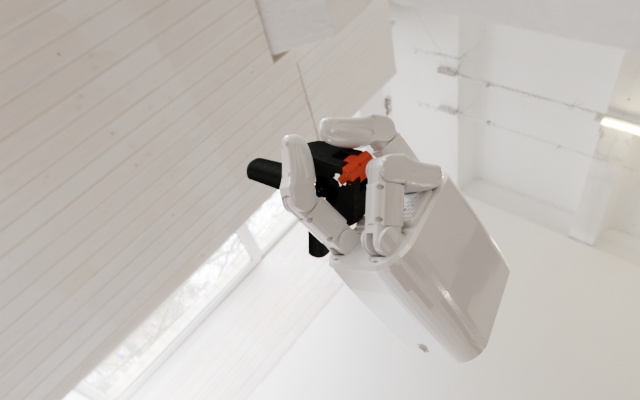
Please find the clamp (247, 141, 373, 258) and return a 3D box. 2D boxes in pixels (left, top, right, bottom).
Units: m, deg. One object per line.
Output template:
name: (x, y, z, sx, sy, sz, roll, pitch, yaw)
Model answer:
clamp: (0.000, 0.001, 0.427, 0.039, 0.120, 0.171, -46, 16, -23)
